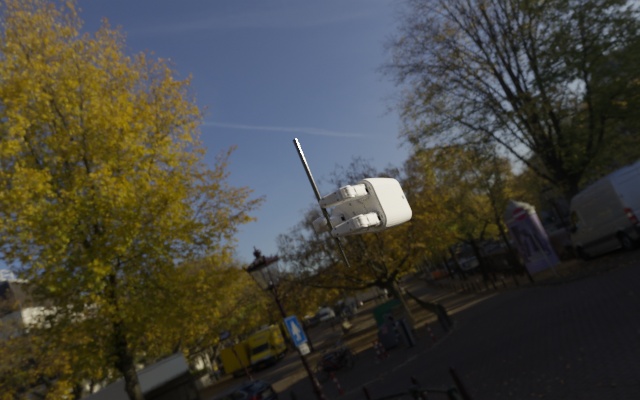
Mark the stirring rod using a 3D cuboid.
[{"bbox_3d":[0.000,0.003,0.813,0.011,0.239,0.011,-22,-11,-4],"label":"stirring rod"}]
